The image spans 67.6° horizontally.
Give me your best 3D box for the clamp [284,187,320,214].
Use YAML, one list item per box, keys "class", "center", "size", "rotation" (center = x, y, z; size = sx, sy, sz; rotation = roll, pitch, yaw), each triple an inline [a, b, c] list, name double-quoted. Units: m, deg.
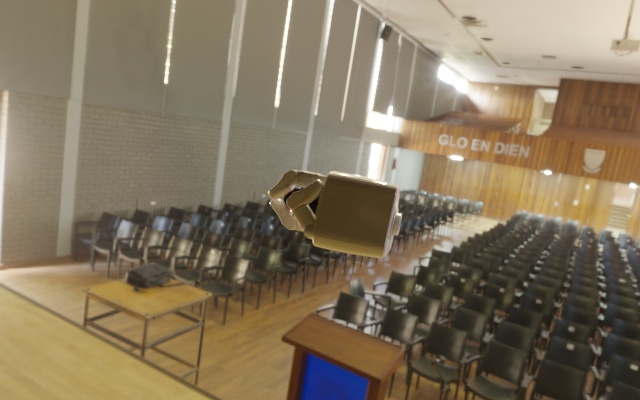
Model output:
- class: "clamp"
  center: [0.000, 0.002, 0.797]
  size: [0.120, 0.039, 0.171]
  rotation: [11, 8, 14]
